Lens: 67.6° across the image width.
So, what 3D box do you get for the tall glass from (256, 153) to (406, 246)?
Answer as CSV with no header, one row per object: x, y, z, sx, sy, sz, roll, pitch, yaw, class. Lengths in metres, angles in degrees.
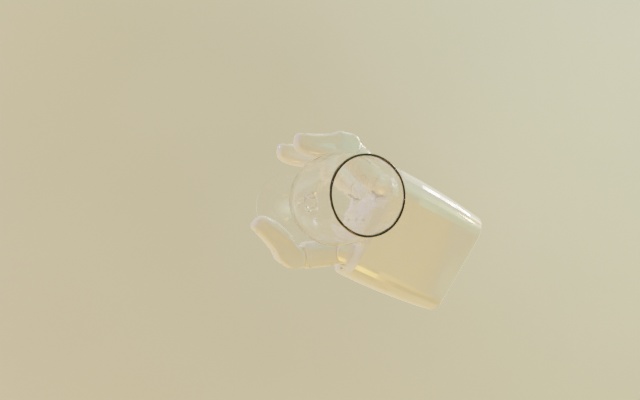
0.000,0.001,0.438,0.079,0.079,0.201,0,-3,-20,tall glass
